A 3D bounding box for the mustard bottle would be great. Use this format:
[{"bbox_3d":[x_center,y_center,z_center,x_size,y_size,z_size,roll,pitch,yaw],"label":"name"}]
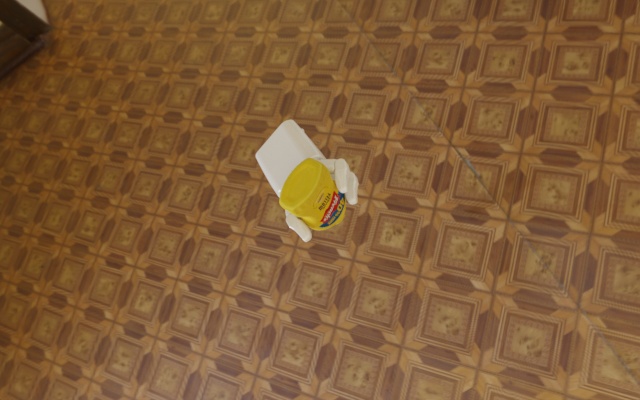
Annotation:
[{"bbox_3d":[0.000,0.003,0.854,0.058,0.096,0.192,28,-7,28],"label":"mustard bottle"}]
